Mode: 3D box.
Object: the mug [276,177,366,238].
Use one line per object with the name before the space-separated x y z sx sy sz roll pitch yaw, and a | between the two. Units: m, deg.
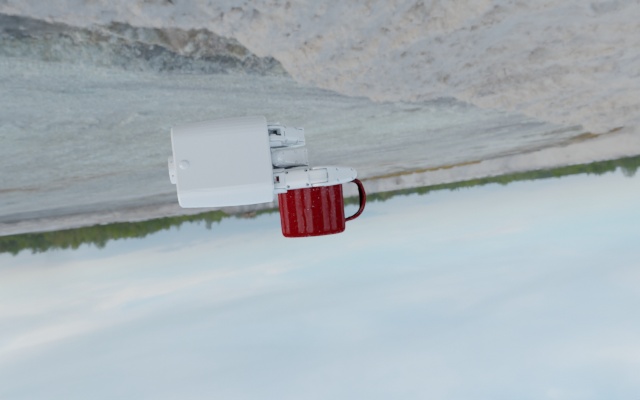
mug | 0.002 0.002 0.606 0.117 0.081 0.093 -5 0 -9
